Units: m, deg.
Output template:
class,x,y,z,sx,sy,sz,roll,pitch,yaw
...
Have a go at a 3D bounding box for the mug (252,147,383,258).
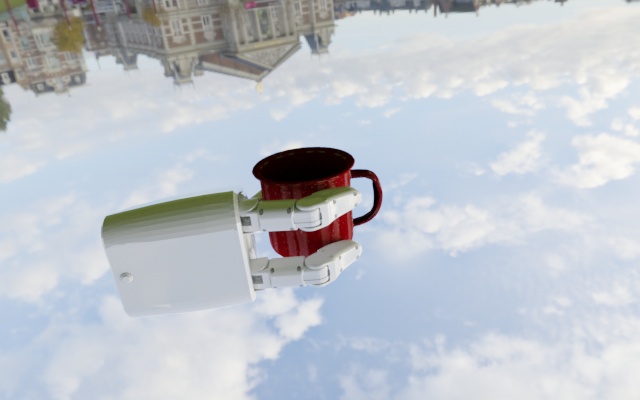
class,x,y,z,sx,sy,sz,roll,pitch,yaw
mug,0.002,0.001,0.448,0.117,0.081,0.093,-7,25,-3
